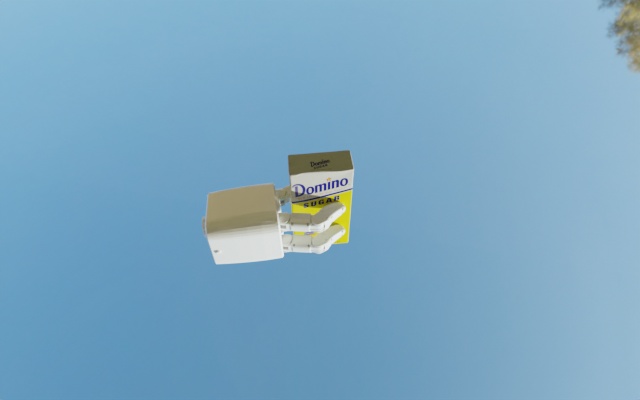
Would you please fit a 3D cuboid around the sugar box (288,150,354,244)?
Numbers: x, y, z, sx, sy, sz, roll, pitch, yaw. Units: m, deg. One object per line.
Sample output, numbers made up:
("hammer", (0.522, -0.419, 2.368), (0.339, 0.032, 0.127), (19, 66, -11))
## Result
("sugar box", (0.000, 0.003, 0.735), (0.093, 0.048, 0.176), (-5, -38, -4))
